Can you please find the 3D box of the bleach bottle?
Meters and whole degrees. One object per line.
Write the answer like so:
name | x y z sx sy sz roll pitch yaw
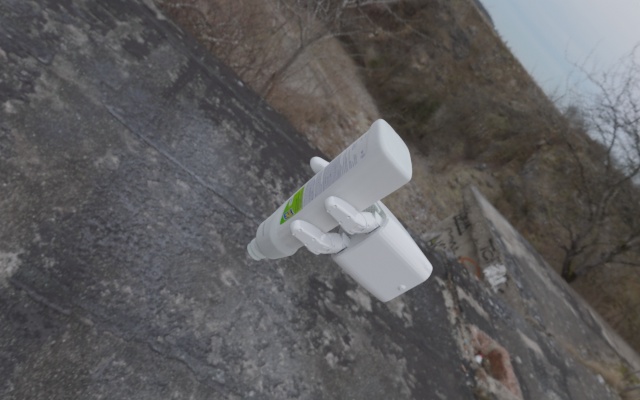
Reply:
bleach bottle | 0.000 0.002 0.632 0.251 0.068 0.102 -35 22 25
